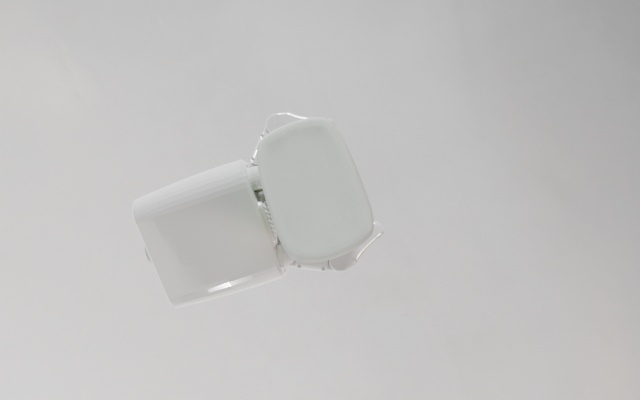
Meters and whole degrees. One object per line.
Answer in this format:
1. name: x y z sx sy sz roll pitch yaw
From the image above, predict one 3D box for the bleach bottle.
1. bleach bottle: 0.000 0.001 0.447 0.068 0.102 0.251 -19 -6 1
